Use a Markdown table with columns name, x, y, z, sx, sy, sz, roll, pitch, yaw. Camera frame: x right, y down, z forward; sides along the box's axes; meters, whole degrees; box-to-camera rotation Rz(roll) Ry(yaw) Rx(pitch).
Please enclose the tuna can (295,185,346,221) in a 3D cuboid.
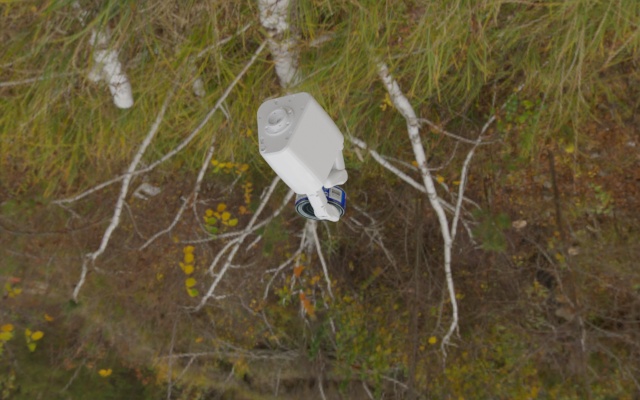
| name | x | y | z | sx | sy | sz | roll | pitch | yaw |
| --- | --- | --- | --- | --- | --- | --- | --- | --- | --- |
| tuna can | 0.000 | 0.003 | 0.811 | 0.086 | 0.033 | 0.086 | 4 | -27 | 2 |
